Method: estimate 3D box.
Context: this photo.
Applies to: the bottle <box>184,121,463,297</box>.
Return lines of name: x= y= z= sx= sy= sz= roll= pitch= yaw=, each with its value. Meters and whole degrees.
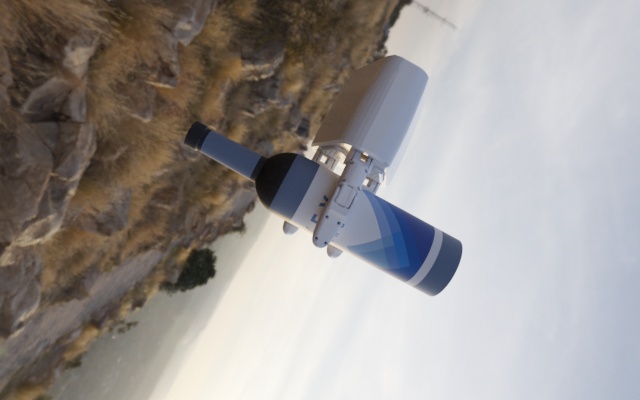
bottle: x=0.000 y=0.002 z=0.487 sx=0.296 sy=0.069 sz=0.069 roll=28 pitch=-2 yaw=-4
